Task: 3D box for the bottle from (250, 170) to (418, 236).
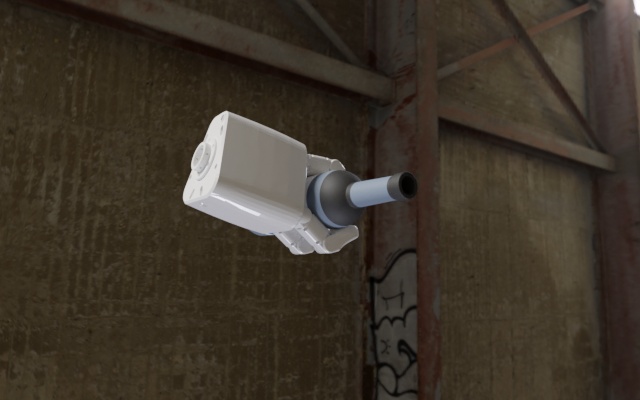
[{"bbox_3d":[0.000,0.002,0.582,0.069,0.069,0.296,0,-7,-36],"label":"bottle"}]
